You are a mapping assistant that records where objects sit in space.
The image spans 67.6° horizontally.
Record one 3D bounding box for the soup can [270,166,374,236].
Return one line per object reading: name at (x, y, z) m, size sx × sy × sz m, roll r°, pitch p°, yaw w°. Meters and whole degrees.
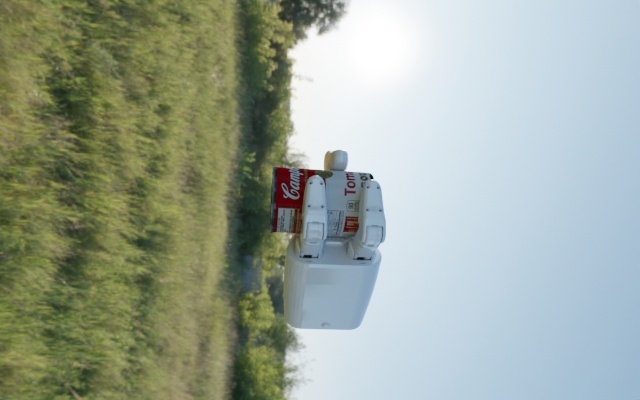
soup can at (0.000, 0.001, 0.491) m, size 0.102 × 0.068 × 0.068 m, roll 3°, pitch 0°, yaw -6°
